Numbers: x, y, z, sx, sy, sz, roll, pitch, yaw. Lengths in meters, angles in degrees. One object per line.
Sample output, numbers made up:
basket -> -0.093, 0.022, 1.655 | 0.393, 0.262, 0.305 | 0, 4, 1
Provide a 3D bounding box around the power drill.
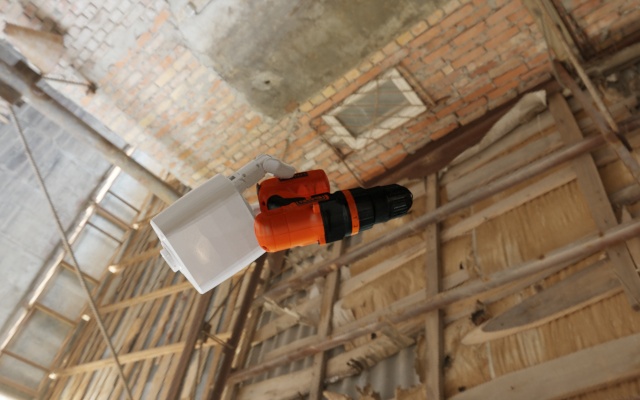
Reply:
power drill -> 0.000, 0.002, 0.600 | 0.184, 0.057, 0.187 | -12, 13, -13
